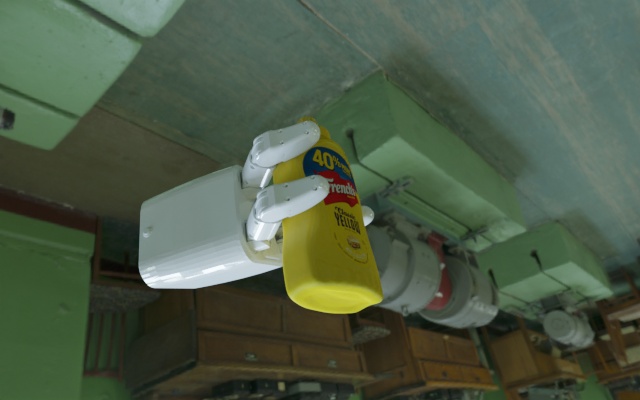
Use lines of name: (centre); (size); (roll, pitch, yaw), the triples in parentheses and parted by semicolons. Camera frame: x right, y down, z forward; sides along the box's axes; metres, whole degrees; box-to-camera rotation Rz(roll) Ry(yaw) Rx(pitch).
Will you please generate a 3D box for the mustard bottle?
mustard bottle: (0.000, 0.002, 0.436); (0.058, 0.191, 0.096); (-32, -37, 31)
